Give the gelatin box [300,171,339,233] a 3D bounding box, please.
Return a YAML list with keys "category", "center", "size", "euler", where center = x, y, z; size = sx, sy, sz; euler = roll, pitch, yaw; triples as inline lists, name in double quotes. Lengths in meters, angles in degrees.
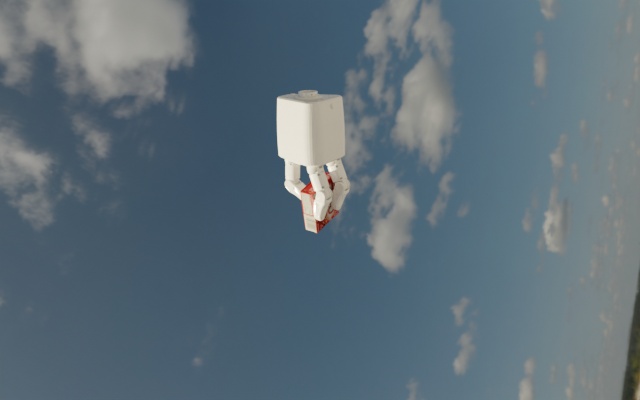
- category: "gelatin box"
  center: [0.000, 0.003, 0.867]
  size: [0.030, 0.089, 0.073]
  euler: [17, 40, 31]
